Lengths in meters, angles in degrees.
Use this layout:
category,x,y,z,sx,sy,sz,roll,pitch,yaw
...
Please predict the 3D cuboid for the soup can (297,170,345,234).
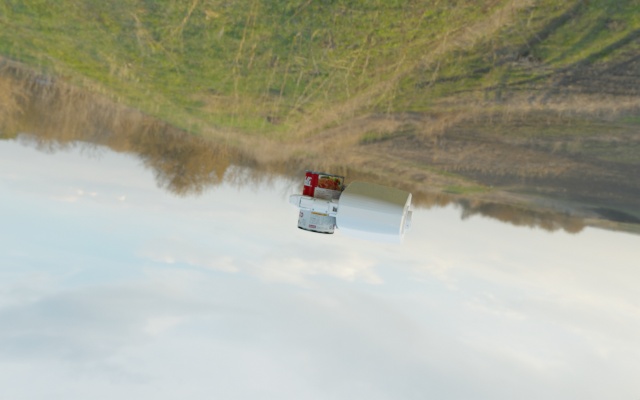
category,x,y,z,sx,sy,sz,roll,pitch,yaw
soup can,0.000,0.003,0.831,0.068,0.102,0.068,10,3,-1
